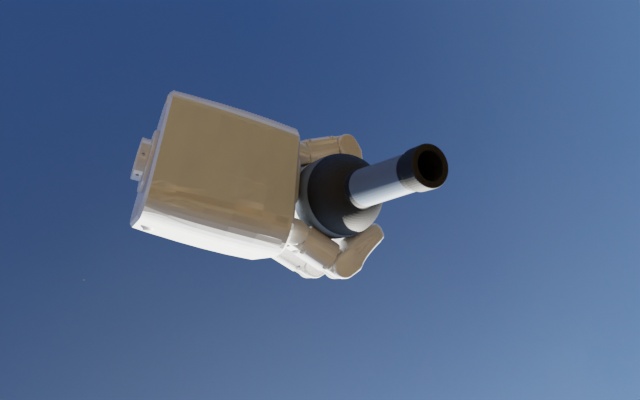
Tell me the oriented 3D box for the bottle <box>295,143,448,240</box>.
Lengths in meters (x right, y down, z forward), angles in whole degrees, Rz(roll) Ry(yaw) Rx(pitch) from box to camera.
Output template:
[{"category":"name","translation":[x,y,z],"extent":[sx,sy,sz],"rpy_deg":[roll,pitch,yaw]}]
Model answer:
[{"category":"bottle","translation":[0.000,0.001,0.410],"extent":[0.069,0.069,0.296],"rpy_deg":[0,-8,-26]}]
